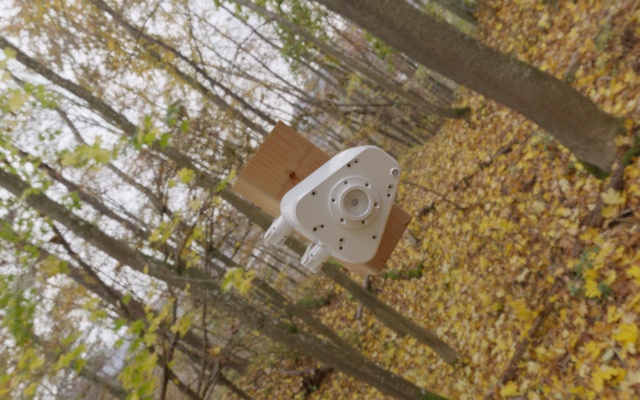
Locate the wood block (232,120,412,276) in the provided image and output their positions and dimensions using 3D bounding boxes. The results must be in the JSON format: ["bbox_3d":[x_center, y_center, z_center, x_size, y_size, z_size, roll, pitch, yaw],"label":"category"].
[{"bbox_3d":[0.000,0.002,0.616,0.206,0.091,0.090,36,-15,-8],"label":"wood block"}]
